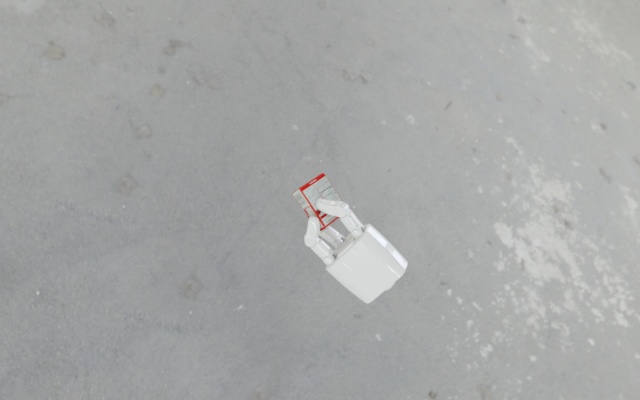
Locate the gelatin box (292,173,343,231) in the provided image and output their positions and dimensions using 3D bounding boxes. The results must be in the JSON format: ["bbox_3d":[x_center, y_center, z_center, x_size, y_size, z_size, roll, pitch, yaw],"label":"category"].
[{"bbox_3d":[0.000,0.003,0.898,0.073,0.089,0.030,-36,3,-40],"label":"gelatin box"}]
